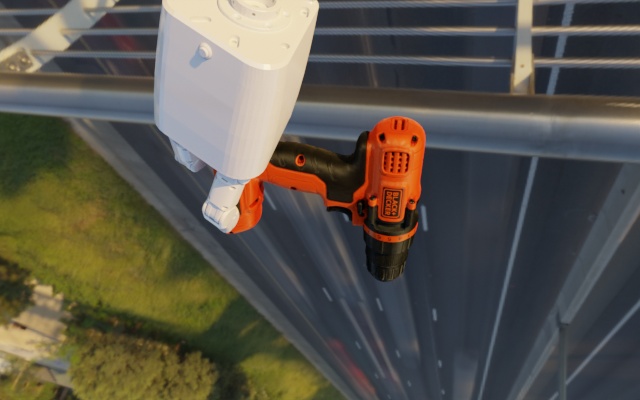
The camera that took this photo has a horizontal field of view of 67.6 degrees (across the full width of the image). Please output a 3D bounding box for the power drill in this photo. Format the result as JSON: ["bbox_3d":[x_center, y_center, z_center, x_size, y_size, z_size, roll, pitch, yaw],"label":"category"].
[{"bbox_3d":[0.000,0.001,0.458,0.187,0.185,0.057,4,38,6],"label":"power drill"}]
